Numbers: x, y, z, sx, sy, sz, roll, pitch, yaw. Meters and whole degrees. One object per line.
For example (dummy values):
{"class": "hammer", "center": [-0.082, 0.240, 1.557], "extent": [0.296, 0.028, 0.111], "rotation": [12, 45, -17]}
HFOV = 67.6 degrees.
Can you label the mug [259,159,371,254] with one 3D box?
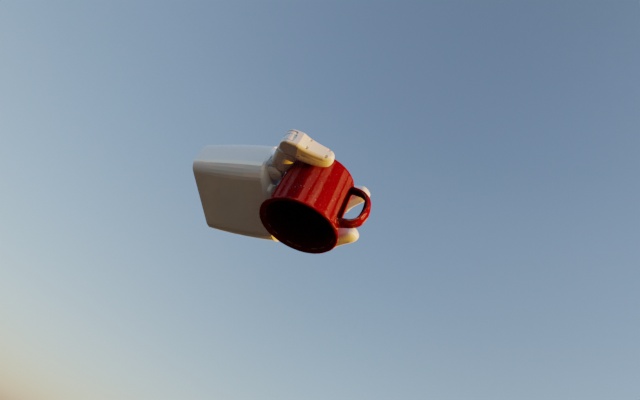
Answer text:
{"class": "mug", "center": [0.001, 0.002, 0.539], "extent": [0.117, 0.081, 0.093], "rotation": [7, -41, 23]}
